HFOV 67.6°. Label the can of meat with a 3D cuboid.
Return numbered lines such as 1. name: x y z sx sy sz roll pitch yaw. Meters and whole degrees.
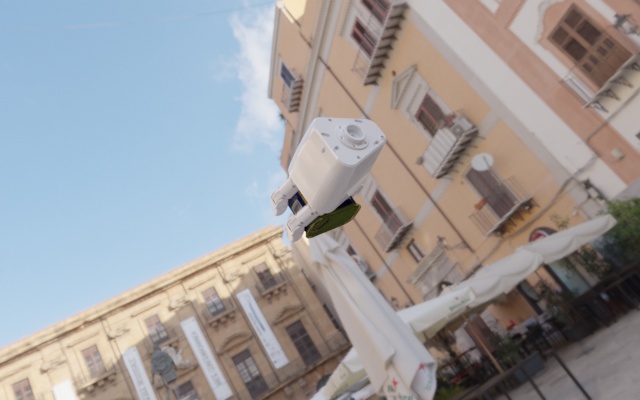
1. can of meat: 0.000 0.002 0.775 0.102 0.084 0.057 -20 -25 -32
